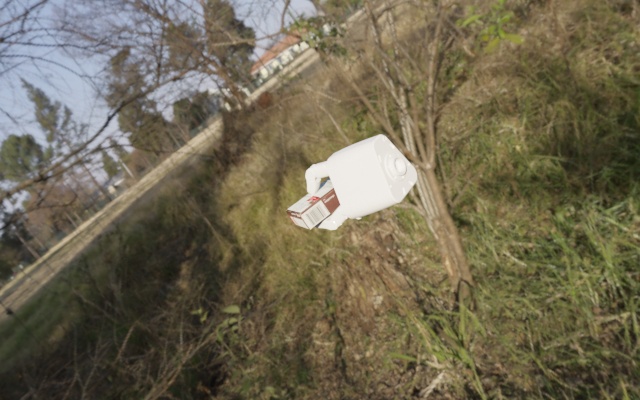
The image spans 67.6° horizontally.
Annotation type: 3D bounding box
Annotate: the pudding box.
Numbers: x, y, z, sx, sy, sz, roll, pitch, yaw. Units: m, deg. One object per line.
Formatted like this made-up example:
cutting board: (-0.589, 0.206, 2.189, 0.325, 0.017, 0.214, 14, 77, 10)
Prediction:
pudding box: (0.000, 0.003, 0.882, 0.113, 0.039, 0.090, -36, 13, -15)
